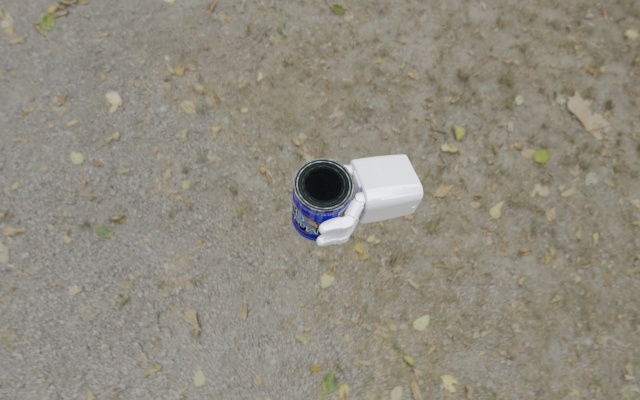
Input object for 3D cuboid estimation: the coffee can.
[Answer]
[{"bbox_3d":[0.000,0.003,0.856,0.103,0.102,0.140,0,-26,-5],"label":"coffee can"}]
